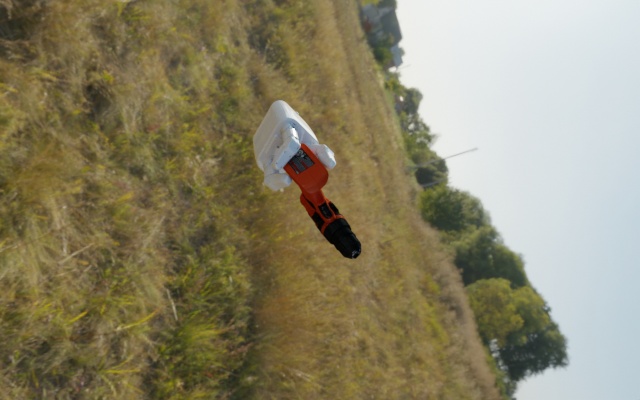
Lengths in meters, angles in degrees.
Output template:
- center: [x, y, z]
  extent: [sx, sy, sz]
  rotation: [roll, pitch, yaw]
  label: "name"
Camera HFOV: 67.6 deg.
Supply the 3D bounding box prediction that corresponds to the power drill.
- center: [0.000, 0.002, 0.847]
  extent: [0.057, 0.188, 0.184]
  rotation: [-34, 51, -9]
  label: "power drill"
